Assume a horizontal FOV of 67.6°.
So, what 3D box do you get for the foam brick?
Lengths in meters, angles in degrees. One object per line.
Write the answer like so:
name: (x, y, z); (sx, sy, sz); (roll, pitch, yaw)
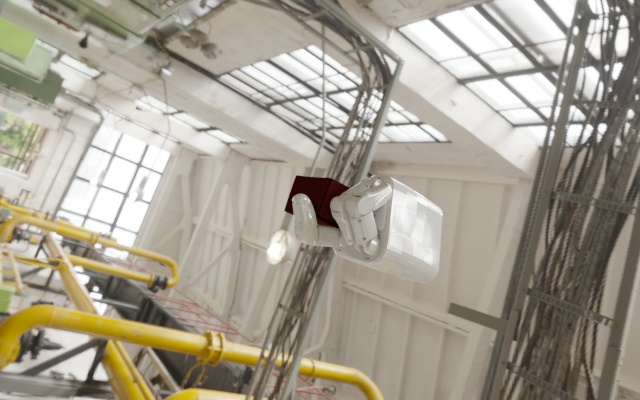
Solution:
foam brick: (0.000, 0.002, 0.610); (0.051, 0.053, 0.078); (25, -9, -34)
